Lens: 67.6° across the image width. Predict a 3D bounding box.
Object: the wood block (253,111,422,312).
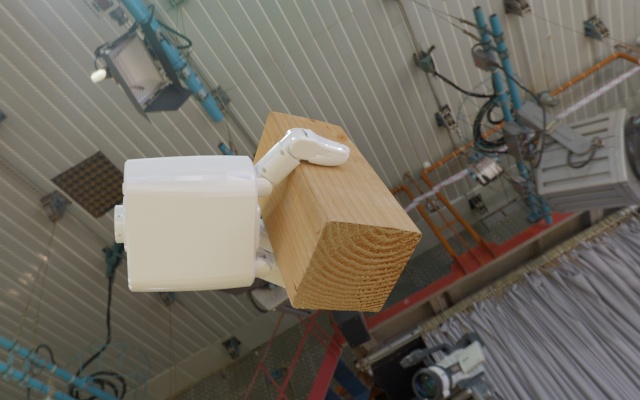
[{"bbox_3d":[0.000,0.001,0.467,0.090,0.091,0.206,9,30,-25],"label":"wood block"}]
